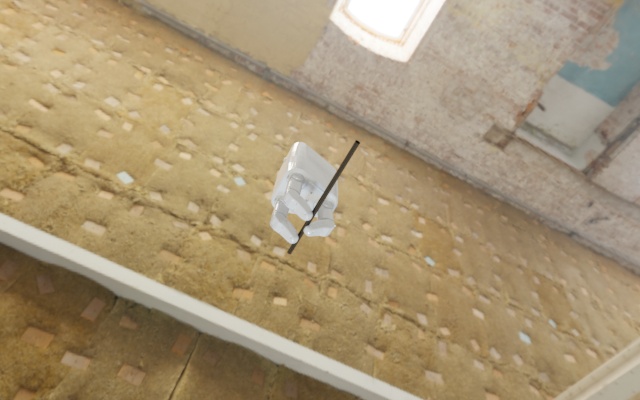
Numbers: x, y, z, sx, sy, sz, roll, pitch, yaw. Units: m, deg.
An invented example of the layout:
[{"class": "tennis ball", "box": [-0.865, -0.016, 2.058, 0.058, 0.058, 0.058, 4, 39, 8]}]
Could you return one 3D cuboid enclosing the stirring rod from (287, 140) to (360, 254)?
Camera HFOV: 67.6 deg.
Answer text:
[{"class": "stirring rod", "box": [0.000, 0.002, 0.749, 0.011, 0.240, 0.011, 22, 34, -15]}]
